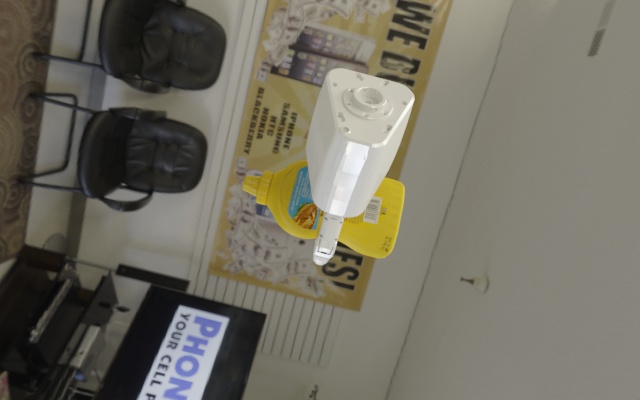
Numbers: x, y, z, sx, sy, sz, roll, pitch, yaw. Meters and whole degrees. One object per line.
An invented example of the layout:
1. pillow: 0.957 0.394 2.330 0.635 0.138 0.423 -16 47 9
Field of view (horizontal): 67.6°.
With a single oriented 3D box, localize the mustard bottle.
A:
1. mustard bottle: 0.000 0.002 0.580 0.191 0.096 0.058 15 -15 -2
